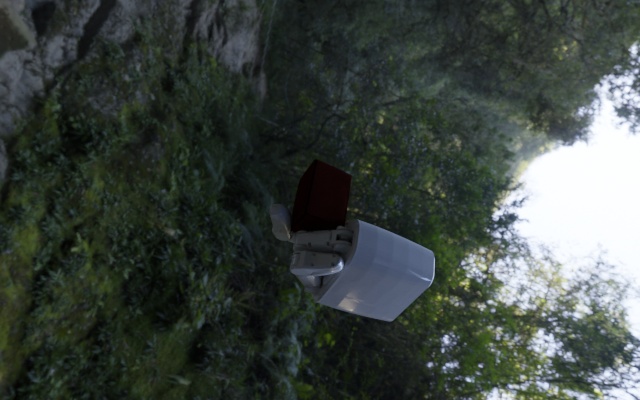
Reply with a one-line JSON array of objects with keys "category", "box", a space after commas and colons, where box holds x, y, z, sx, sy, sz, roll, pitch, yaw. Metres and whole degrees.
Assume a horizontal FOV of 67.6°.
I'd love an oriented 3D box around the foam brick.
[{"category": "foam brick", "box": [0.000, 0.002, 0.574, 0.051, 0.078, 0.053, 20, -33, -15]}]
